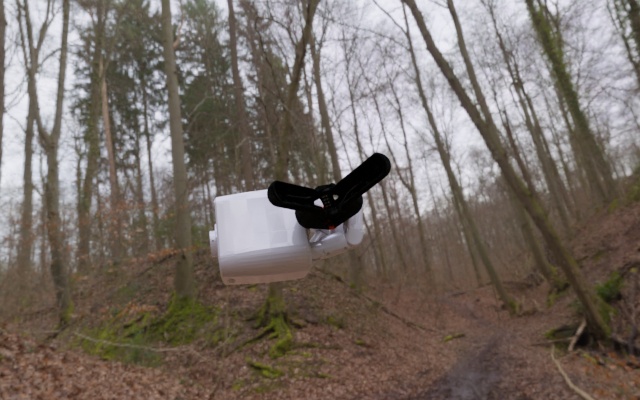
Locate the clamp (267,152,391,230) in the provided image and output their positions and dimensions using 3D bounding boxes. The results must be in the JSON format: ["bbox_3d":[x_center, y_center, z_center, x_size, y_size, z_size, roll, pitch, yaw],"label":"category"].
[{"bbox_3d":[0.000,0.001,0.514,0.120,0.039,0.171,-8,-20,-10],"label":"clamp"}]
